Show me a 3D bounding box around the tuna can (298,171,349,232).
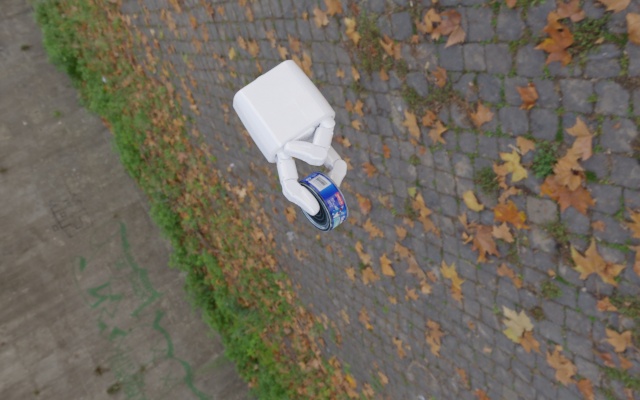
[{"bbox_3d":[0.000,0.003,0.697,0.033,0.086,0.086,-34,16,-25],"label":"tuna can"}]
